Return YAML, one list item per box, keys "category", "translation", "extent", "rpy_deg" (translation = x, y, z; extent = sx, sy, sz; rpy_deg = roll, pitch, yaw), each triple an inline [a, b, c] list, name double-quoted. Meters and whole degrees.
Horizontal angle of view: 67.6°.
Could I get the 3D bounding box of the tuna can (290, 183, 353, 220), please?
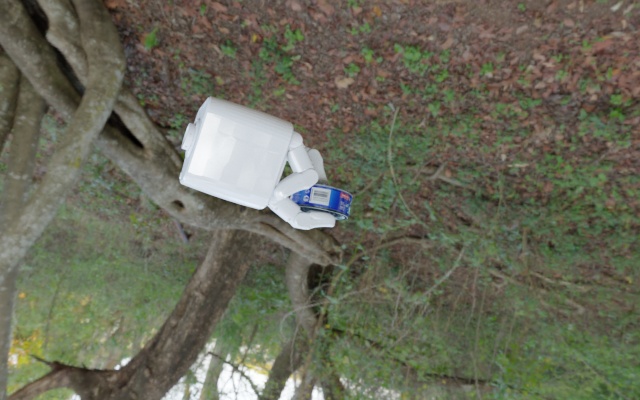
- category: "tuna can"
  translation: [0.000, 0.003, 0.661]
  extent: [0.086, 0.033, 0.086]
  rpy_deg: [10, -10, 2]
